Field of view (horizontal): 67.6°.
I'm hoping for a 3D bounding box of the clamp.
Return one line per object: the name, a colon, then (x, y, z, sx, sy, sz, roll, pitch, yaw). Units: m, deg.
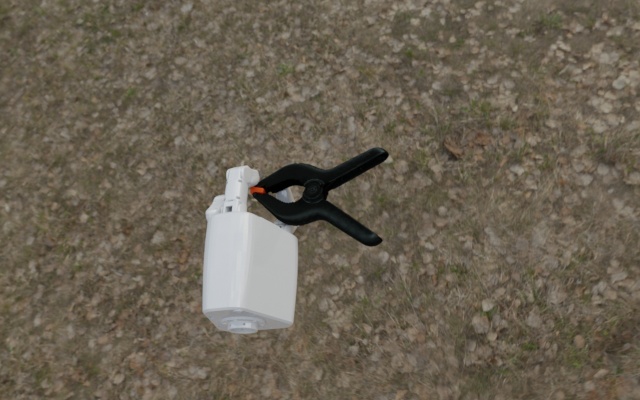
clamp: (0.000, 0.002, 0.569, 0.171, 0.120, 0.039, -8, -28, 14)
